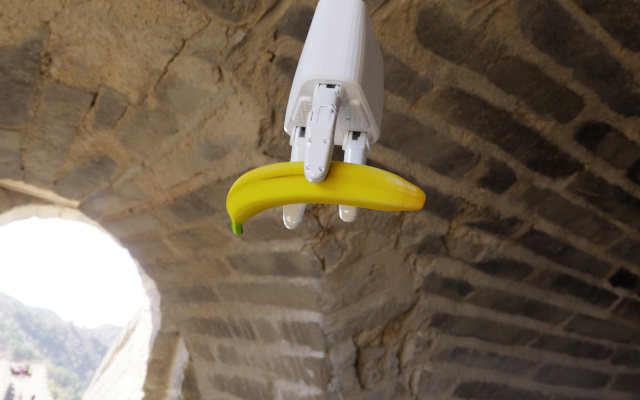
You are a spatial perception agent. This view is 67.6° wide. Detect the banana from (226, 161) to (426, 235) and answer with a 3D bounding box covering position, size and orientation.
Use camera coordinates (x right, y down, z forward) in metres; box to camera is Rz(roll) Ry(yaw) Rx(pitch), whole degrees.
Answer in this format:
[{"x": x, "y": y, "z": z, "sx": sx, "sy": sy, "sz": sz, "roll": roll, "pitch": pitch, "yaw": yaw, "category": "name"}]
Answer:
[{"x": -0.011, "y": -0.007, "z": 0.419, "sx": 0.198, "sy": 0.037, "sz": 0.070, "roll": -7, "pitch": -33, "yaw": 27, "category": "banana"}]
